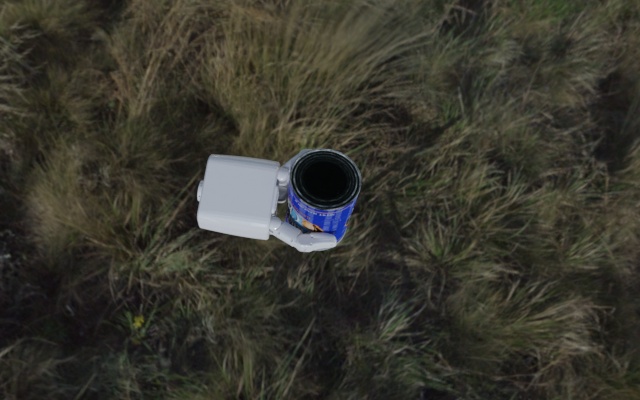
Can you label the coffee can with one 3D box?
[{"bbox_3d":[0.000,0.003,0.729,0.103,0.102,0.140,0,-29,-7],"label":"coffee can"}]
